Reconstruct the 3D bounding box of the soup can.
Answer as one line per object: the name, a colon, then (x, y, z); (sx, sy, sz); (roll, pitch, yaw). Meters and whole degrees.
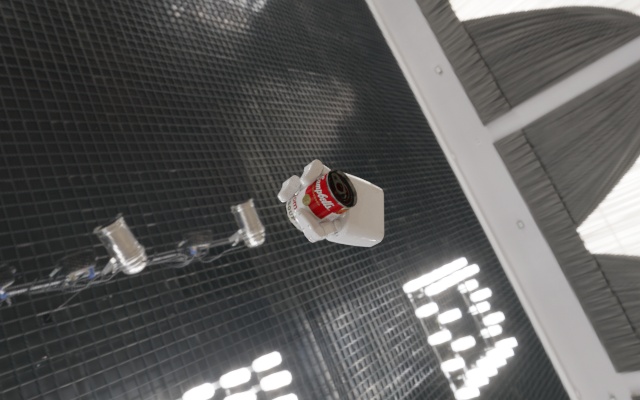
soup can: (0.000, 0.003, 0.777); (0.102, 0.068, 0.068); (-32, -20, 35)
